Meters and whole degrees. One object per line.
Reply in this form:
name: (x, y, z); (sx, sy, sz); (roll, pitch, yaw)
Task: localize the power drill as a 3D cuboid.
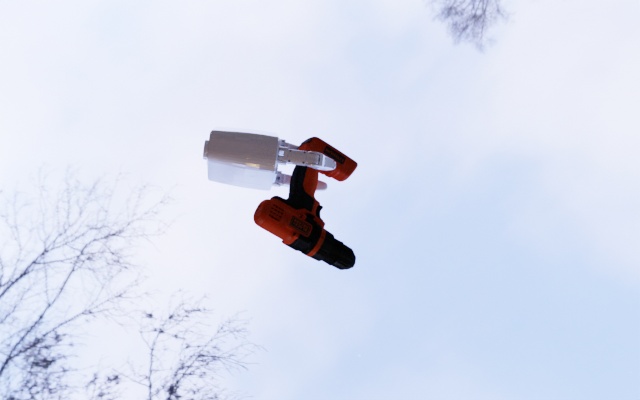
power drill: (0.000, 0.002, 0.784); (0.184, 0.187, 0.057); (32, -33, -19)
